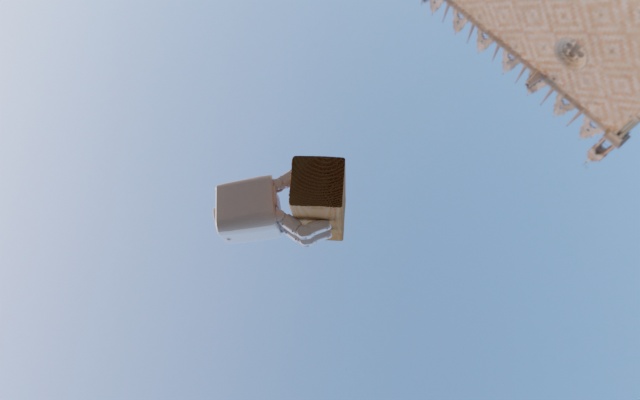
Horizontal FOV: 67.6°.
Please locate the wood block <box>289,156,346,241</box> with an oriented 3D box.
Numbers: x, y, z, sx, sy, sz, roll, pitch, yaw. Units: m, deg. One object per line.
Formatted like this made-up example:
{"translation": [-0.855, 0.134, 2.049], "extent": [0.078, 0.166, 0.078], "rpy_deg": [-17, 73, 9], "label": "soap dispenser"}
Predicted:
{"translation": [0.000, 0.003, 0.873], "extent": [0.090, 0.090, 0.206], "rpy_deg": [2, -19, 4], "label": "wood block"}
